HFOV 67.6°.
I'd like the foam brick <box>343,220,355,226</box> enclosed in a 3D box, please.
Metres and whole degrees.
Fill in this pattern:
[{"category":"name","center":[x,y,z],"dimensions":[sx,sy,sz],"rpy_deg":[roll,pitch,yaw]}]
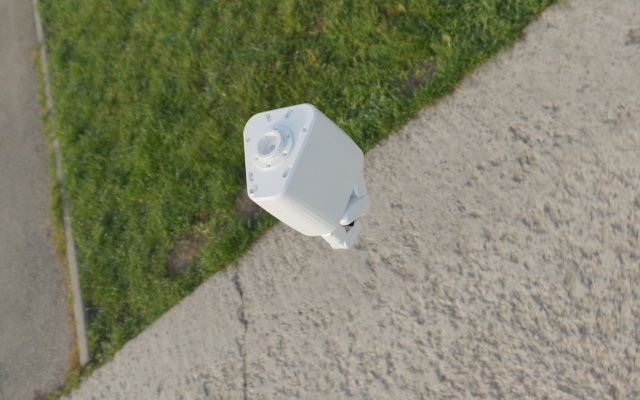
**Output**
[{"category":"foam brick","center":[0.000,0.002,0.599],"dimensions":[0.078,0.053,0.051],"rpy_deg":[-6,-25,31]}]
